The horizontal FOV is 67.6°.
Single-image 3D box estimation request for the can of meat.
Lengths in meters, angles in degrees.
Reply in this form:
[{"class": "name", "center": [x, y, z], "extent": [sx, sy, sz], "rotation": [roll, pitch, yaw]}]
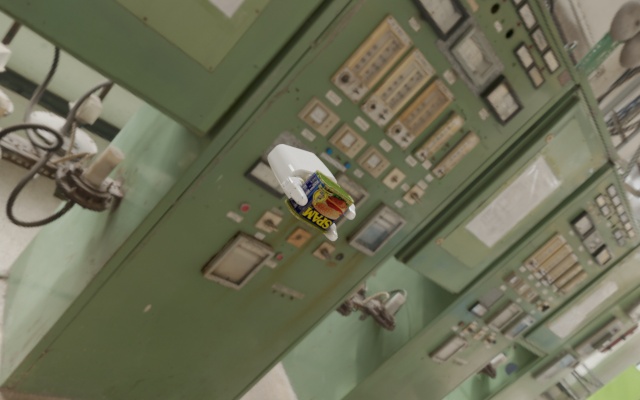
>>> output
[{"class": "can of meat", "center": [0.000, 0.003, 0.888], "extent": [0.102, 0.084, 0.057], "rotation": [34, 15, -39]}]
